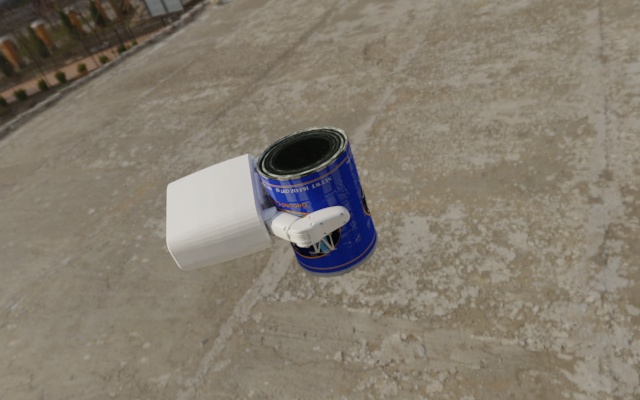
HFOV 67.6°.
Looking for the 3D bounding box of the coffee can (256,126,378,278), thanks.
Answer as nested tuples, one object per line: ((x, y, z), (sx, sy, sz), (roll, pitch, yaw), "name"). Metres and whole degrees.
((0.000, 0.002, 0.542), (0.103, 0.140, 0.102), (-14, 33, 9), "coffee can")
